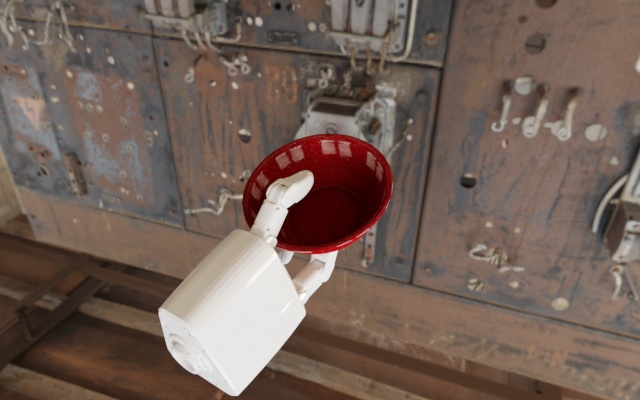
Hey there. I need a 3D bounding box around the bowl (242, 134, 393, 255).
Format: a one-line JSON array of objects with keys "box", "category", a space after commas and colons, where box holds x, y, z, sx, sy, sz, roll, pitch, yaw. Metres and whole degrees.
[{"box": [0.001, 0.001, 0.522, 0.162, 0.162, 0.055, 0, -38, 15], "category": "bowl"}]
